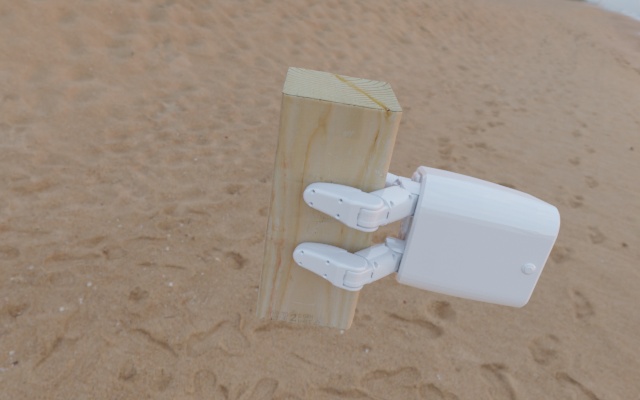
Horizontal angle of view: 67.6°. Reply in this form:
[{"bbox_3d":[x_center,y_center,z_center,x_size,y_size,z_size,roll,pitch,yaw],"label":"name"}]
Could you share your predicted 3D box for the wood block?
[{"bbox_3d":[0.000,0.001,0.421,0.090,0.206,0.090,8,27,-3],"label":"wood block"}]
